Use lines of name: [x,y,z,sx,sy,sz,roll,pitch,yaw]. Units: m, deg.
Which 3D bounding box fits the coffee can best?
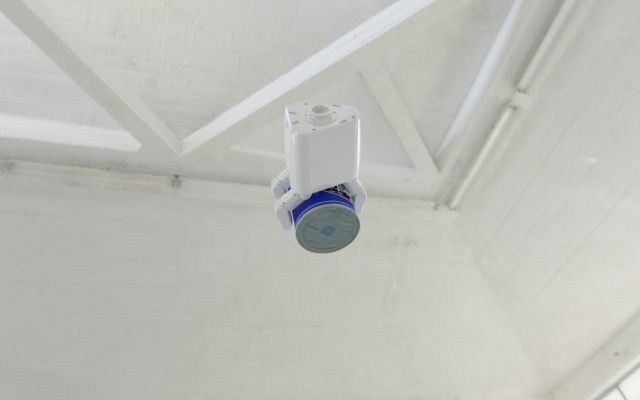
coffee can: [0.000,0.003,0.792,0.103,0.103,0.140,0,41,-13]
